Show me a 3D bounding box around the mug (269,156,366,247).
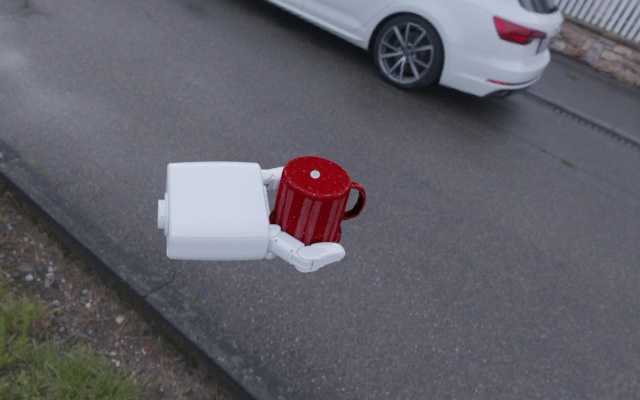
[{"bbox_3d":[0.002,0.002,0.565,0.117,0.082,0.093,-1,39,-19],"label":"mug"}]
